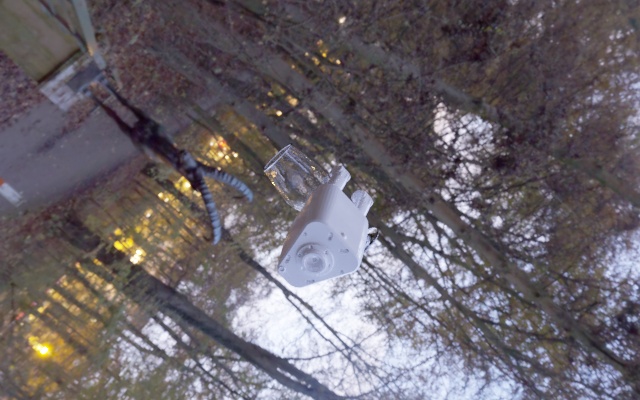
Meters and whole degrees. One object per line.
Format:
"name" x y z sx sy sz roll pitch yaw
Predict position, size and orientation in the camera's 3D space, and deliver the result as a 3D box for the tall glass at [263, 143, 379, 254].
"tall glass" 0.001 0.003 0.757 0.079 0.201 0.079 -40 14 12
